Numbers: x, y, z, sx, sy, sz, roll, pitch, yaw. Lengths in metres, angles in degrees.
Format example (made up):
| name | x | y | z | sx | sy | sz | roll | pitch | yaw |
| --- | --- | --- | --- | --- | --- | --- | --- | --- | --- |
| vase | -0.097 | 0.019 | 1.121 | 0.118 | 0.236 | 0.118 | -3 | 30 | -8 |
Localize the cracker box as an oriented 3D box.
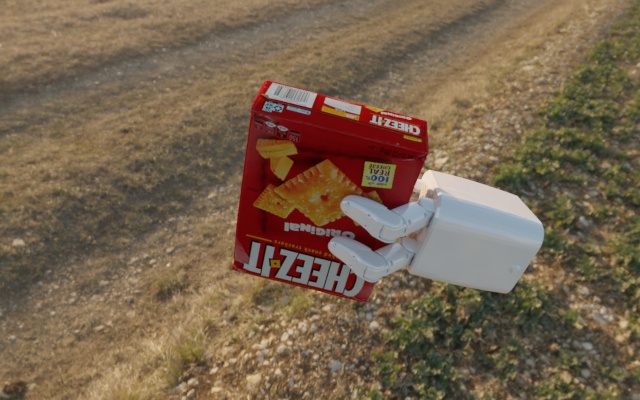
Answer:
| name | x | y | z | sx | sy | sz | roll | pitch | yaw |
| --- | --- | --- | --- | --- | --- | --- | --- | --- | --- |
| cracker box | 0.000 | 0.001 | 0.501 | 0.164 | 0.214 | 0.072 | 14 | 38 | 0 |
